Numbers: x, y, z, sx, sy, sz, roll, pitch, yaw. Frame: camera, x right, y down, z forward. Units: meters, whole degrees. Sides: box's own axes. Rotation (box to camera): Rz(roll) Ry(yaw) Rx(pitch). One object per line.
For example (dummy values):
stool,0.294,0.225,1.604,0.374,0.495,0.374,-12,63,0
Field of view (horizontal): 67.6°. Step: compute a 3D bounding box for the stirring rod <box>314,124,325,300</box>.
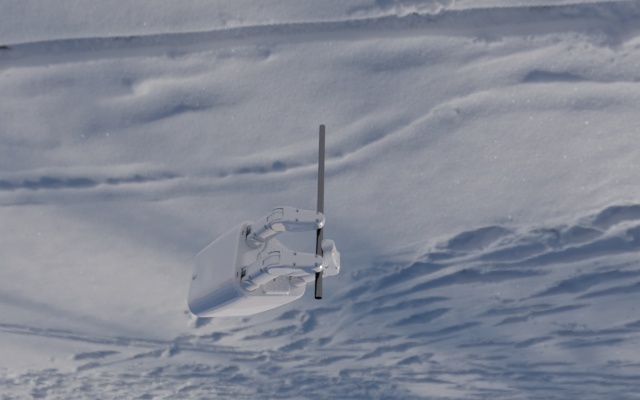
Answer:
stirring rod,0.000,0.002,0.563,0.011,0.239,0.011,1,-34,1
